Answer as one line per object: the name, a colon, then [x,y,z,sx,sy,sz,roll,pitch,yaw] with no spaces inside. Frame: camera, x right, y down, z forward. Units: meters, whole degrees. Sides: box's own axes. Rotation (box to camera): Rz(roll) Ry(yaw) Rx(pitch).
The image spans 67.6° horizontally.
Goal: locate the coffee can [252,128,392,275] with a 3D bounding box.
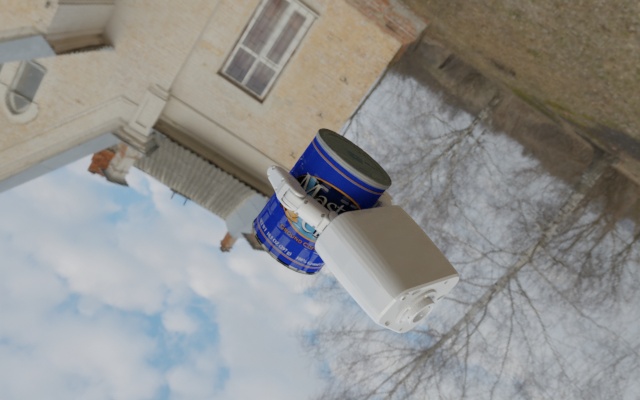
coffee can: [0.000,0.002,0.560,0.103,0.140,0.102,33,20,-13]
